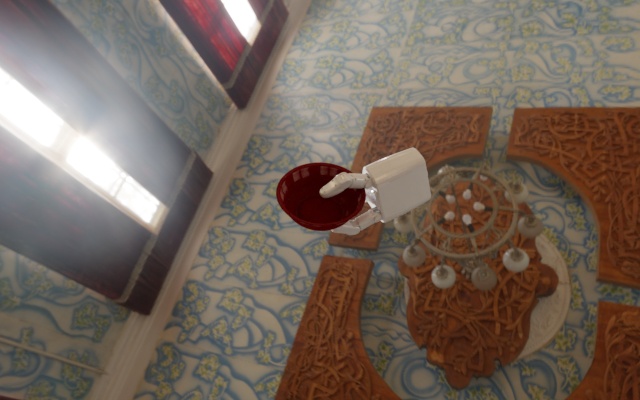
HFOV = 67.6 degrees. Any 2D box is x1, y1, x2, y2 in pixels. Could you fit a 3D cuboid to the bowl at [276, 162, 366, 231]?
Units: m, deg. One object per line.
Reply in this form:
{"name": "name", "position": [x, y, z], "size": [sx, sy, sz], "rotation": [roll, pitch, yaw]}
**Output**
{"name": "bowl", "position": [-0.001, 0.003, 0.876], "size": [0.162, 0.162, 0.055], "rotation": [0, -44, -4]}
